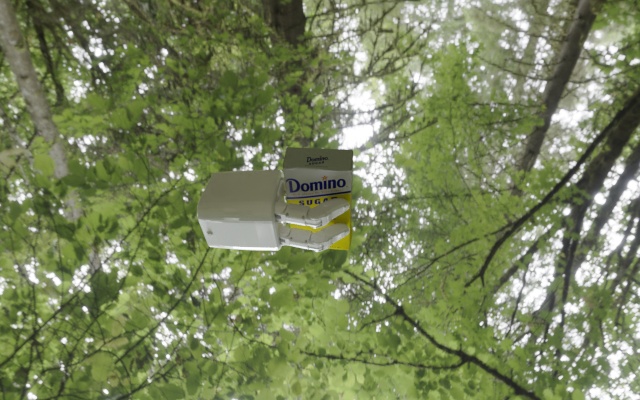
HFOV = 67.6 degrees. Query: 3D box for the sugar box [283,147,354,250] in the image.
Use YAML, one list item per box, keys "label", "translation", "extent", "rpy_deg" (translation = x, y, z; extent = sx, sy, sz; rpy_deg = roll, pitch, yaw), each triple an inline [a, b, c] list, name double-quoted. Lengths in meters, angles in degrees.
- label: "sugar box"
  translation: [0.000, 0.003, 0.690]
  extent: [0.093, 0.048, 0.176]
  rpy_deg: [3, -39, 6]
